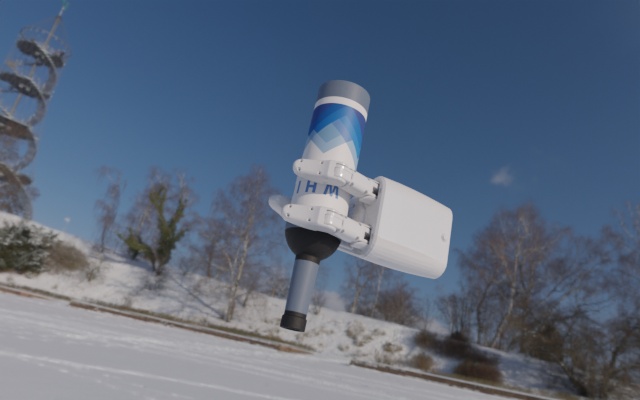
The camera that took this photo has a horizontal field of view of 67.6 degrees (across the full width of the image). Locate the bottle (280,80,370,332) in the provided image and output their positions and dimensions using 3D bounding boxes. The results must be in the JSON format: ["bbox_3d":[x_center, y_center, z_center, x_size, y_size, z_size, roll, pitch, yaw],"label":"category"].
[{"bbox_3d":[0.000,0.002,0.556,0.069,0.295,0.069,11,-20,4],"label":"bottle"}]
